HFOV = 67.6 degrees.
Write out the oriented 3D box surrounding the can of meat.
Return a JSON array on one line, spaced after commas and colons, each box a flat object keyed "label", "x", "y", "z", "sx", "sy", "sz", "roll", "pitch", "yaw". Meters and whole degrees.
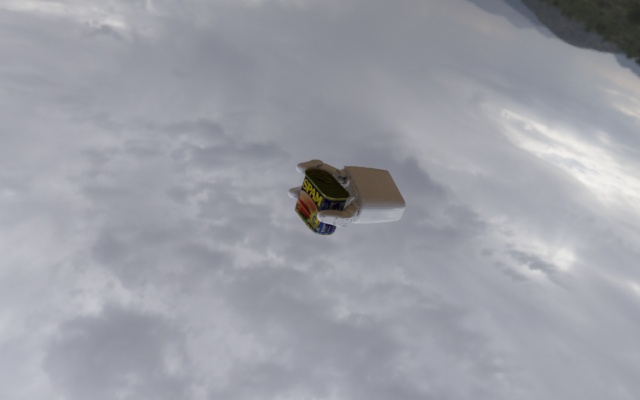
[{"label": "can of meat", "x": 0.000, "y": 0.003, "z": 0.883, "sx": 0.057, "sy": 0.084, "sz": 0.102, "roll": -2, "pitch": 35, "yaw": -34}]
